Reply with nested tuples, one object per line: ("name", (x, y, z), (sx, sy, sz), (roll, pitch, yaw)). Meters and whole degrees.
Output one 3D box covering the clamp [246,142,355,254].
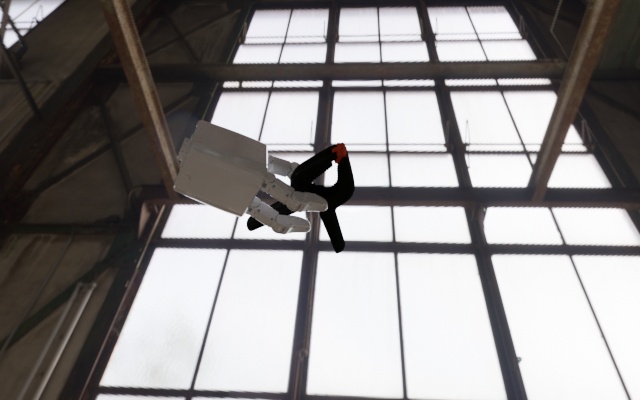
("clamp", (0.000, 0.001, 0.716), (0.164, 0.036, 0.210), (20, -49, -19))
